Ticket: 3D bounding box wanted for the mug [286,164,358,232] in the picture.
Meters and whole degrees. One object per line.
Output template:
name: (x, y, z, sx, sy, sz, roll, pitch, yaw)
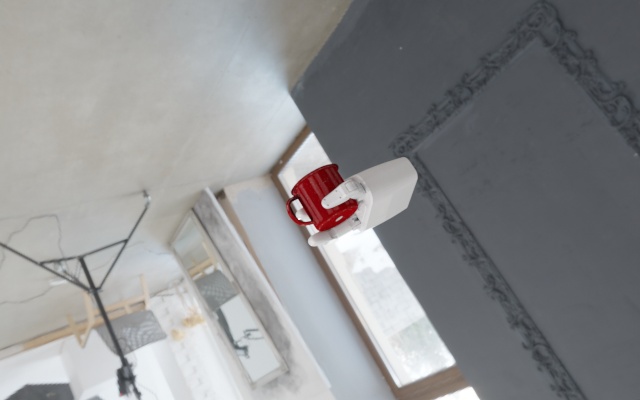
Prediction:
mug: (-0.001, 0.003, 0.791, 0.117, 0.081, 0.093, -24, -17, -24)
